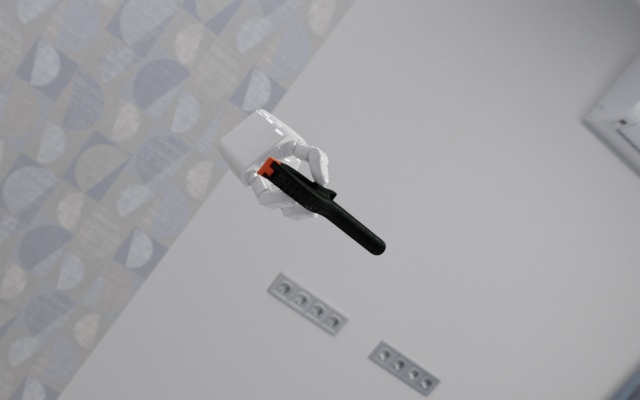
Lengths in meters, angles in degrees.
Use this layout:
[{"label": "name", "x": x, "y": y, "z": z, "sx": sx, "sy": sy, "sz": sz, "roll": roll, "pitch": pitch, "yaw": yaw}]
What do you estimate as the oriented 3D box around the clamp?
[{"label": "clamp", "x": 0.000, "y": 0.001, "z": 0.671, "sx": 0.210, "sy": 0.036, "sz": 0.164, "roll": 31, "pitch": 10, "yaw": -48}]
